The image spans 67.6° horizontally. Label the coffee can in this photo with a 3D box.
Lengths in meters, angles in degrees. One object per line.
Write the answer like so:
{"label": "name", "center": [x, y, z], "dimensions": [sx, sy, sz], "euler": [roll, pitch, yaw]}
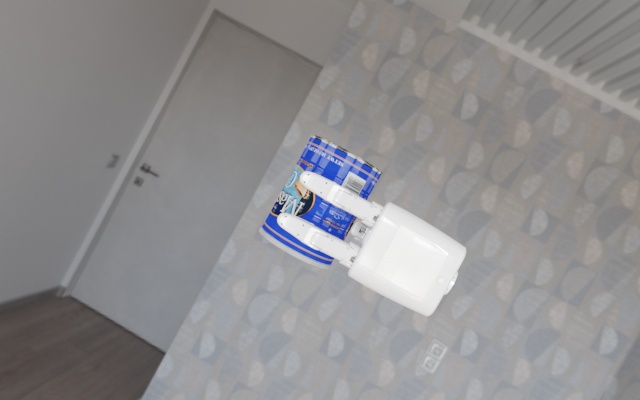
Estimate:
{"label": "coffee can", "center": [0.000, 0.002, 0.608], "dimensions": [0.103, 0.140, 0.103], "euler": [29, 2, -1]}
